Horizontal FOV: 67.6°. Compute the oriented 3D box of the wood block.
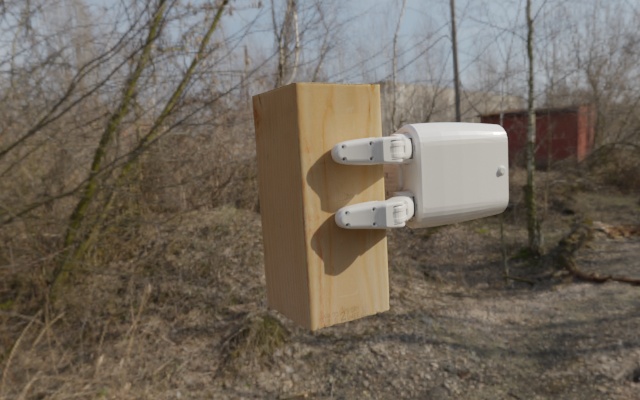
[{"bbox_3d":[0.000,0.001,0.448,0.090,0.206,0.091,-7,7,-30],"label":"wood block"}]
